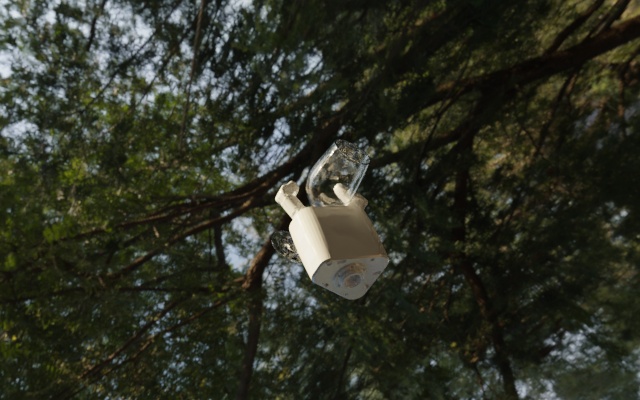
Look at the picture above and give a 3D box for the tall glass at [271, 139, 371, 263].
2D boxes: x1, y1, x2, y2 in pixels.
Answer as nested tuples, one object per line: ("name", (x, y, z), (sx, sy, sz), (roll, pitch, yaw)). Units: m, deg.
("tall glass", (0.000, 0.003, 0.747), (0.079, 0.201, 0.079), (25, 27, -14))
